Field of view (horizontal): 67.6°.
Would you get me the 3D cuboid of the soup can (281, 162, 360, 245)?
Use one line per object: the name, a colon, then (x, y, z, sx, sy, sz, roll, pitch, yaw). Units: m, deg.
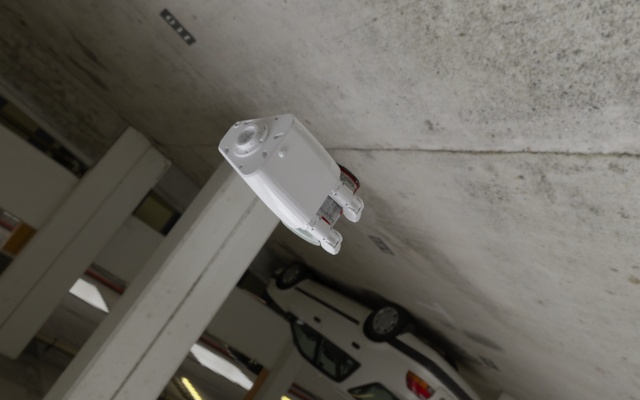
soup can: (0.000, 0.003, 0.662, 0.068, 0.102, 0.068, 32, -15, 9)
